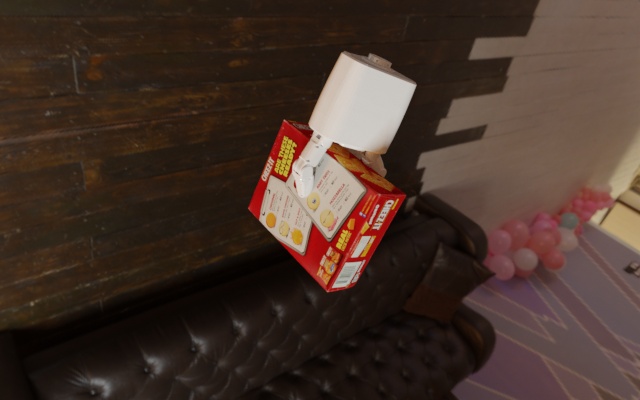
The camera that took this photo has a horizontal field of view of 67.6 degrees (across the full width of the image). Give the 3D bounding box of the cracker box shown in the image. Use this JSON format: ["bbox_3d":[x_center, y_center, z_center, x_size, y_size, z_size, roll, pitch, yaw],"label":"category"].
[{"bbox_3d":[0.000,0.002,0.709,0.072,0.164,0.213,1,32,-47],"label":"cracker box"}]
